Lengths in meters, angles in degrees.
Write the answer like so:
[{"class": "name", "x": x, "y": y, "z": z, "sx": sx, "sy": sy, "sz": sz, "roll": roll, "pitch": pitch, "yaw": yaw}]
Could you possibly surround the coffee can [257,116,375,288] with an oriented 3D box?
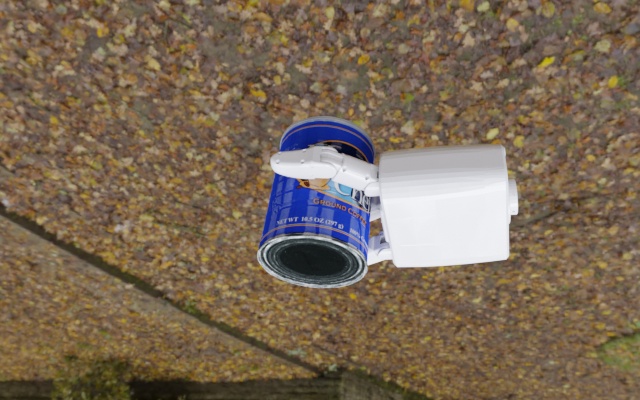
[{"class": "coffee can", "x": 0.000, "y": 0.001, "z": 0.476, "sx": 0.103, "sy": 0.140, "sz": 0.103, "roll": 5, "pitch": -34, "yaw": 4}]
